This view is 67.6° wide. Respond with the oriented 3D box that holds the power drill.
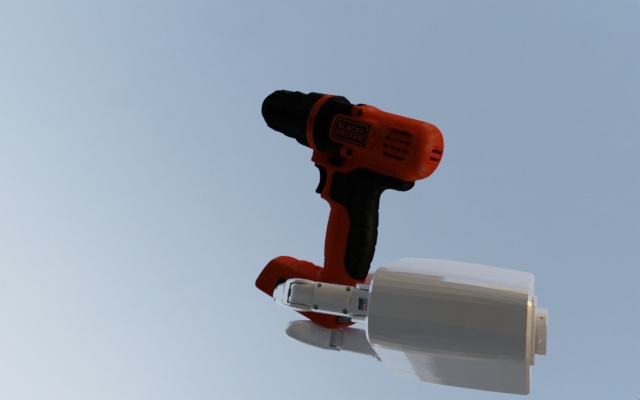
[{"bbox_3d":[0.000,0.002,0.423,0.184,0.188,0.057,22,13,36],"label":"power drill"}]
